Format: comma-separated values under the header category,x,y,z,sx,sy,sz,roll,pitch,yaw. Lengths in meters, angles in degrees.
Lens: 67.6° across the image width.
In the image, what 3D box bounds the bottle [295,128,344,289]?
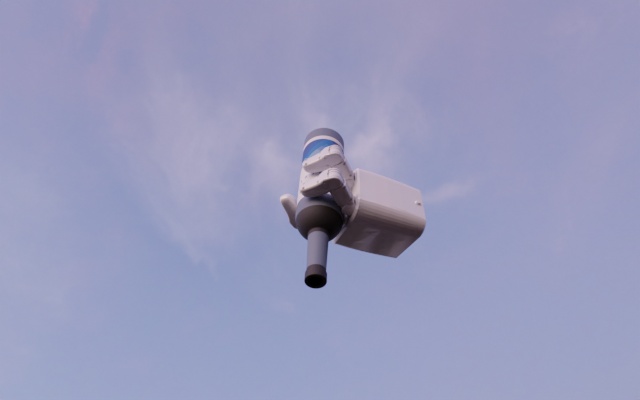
category,x,y,z,sx,sy,sz,roll,pitch,yaw
bottle,0.000,0.002,0.684,0.069,0.069,0.295,0,41,3
